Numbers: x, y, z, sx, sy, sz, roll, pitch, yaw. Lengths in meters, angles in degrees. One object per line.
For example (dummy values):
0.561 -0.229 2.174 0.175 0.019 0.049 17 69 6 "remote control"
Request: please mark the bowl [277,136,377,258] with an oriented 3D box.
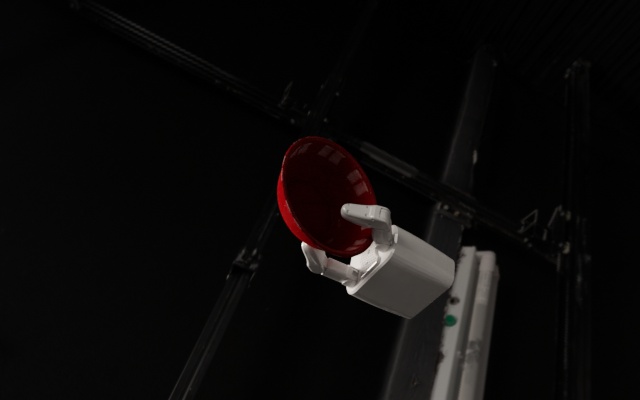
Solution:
-0.001 0.001 0.612 0.162 0.162 0.055 0 -21 -45 "bowl"
